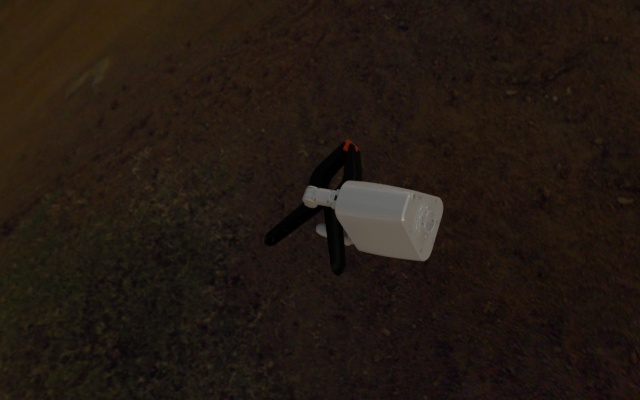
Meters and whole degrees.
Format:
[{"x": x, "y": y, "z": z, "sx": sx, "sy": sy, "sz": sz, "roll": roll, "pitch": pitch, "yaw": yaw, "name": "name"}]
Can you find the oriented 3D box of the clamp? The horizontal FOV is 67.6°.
[{"x": 0.000, "y": 0.002, "z": 0.750, "sx": 0.164, "sy": 0.210, "sz": 0.036, "roll": 9, "pitch": -18, "yaw": 38, "name": "clamp"}]
